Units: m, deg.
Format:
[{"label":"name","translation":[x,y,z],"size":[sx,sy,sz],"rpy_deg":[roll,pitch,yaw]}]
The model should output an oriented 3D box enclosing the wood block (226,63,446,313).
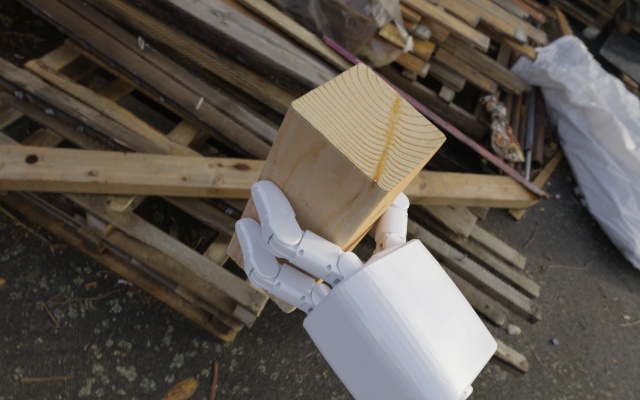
[{"label":"wood block","translation":[0.001,0.001,0.409],"size":[0.090,0.090,0.206],"rpy_deg":[-39,-12,-40]}]
